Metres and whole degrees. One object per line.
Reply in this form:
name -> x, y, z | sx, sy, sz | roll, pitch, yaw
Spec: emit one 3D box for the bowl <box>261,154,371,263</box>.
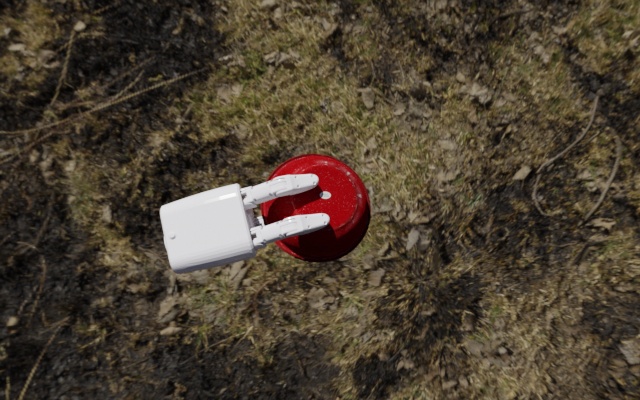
bowl -> 0.001, 0.001, 0.661 | 0.162, 0.162, 0.055 | 0, -16, -12
